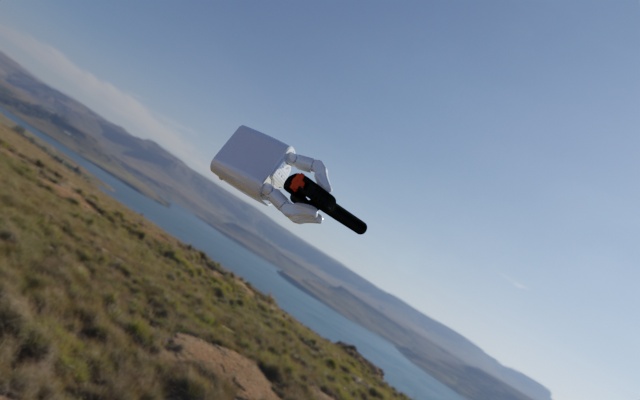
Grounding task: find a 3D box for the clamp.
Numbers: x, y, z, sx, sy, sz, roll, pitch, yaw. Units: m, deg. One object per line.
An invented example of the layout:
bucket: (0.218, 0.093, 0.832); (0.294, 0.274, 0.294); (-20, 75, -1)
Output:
clamp: (0.000, 0.002, 0.818); (0.164, 0.036, 0.210); (25, -8, 14)
